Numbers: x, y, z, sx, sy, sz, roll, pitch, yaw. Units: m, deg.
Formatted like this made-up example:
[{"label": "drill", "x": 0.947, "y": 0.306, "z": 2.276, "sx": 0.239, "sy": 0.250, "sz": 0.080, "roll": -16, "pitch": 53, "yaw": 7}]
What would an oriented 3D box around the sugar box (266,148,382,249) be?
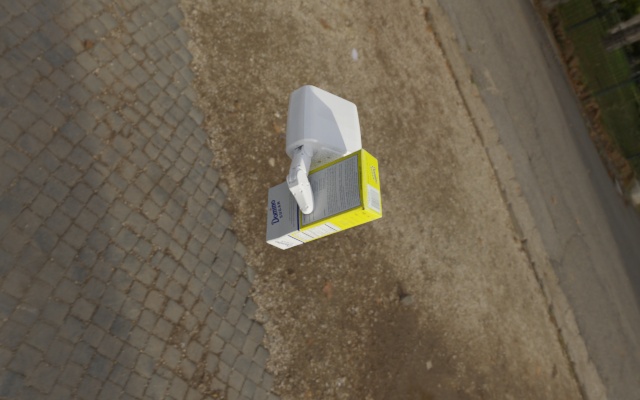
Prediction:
[{"label": "sugar box", "x": 0.001, "y": 0.002, "z": 0.683, "sx": 0.176, "sy": 0.093, "sz": 0.048, "roll": -22, "pitch": -34, "yaw": 35}]
